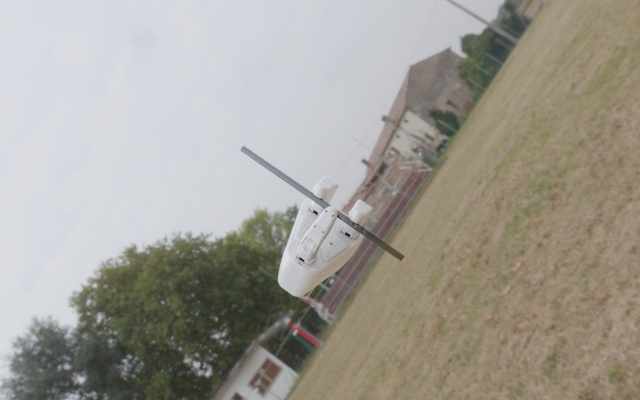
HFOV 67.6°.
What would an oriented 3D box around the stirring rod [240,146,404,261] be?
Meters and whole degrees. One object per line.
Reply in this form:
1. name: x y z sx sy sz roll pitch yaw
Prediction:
1. stirring rod: 0.000 0.002 0.586 0.239 0.011 0.011 34 5 7
